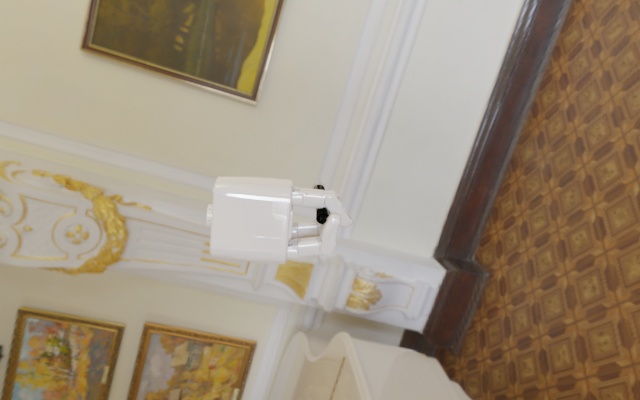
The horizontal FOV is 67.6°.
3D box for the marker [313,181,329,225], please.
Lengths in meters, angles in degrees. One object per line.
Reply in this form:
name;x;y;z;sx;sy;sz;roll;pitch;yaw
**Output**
marker;0.000;0.002;0.702;0.020;0.020;0.121;0;24;-4
